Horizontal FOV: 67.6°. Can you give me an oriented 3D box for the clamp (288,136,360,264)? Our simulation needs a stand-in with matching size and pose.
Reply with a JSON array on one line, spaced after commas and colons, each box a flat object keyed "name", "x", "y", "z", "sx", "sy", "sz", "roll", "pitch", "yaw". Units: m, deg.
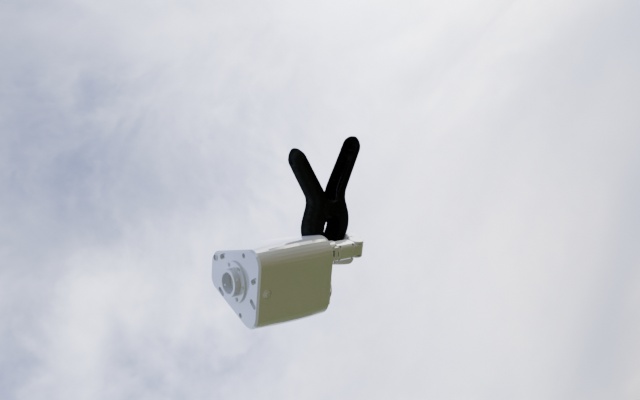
[{"name": "clamp", "x": 0.000, "y": 0.002, "z": 0.613, "sx": 0.120, "sy": 0.171, "sz": 0.039, "roll": -5, "pitch": 14, "yaw": -41}]
